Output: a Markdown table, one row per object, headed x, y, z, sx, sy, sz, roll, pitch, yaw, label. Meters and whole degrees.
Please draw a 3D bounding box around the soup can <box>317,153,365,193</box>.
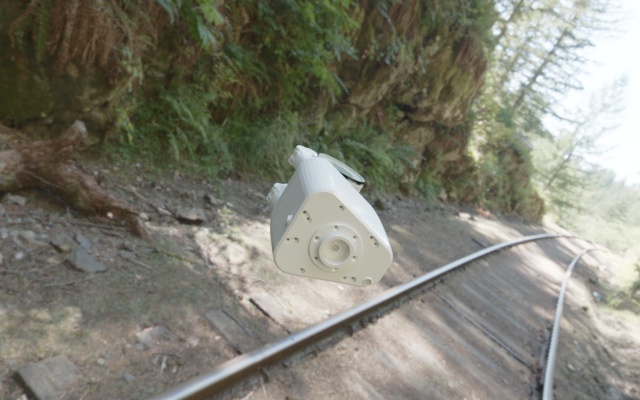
| x | y | z | sx | sy | sz | roll | pitch | yaw | label |
| --- | --- | --- | --- | --- | --- | --- | --- | --- | --- |
| 0.000 | 0.002 | 0.588 | 0.068 | 0.102 | 0.068 | 30 | 14 | -8 | soup can |
